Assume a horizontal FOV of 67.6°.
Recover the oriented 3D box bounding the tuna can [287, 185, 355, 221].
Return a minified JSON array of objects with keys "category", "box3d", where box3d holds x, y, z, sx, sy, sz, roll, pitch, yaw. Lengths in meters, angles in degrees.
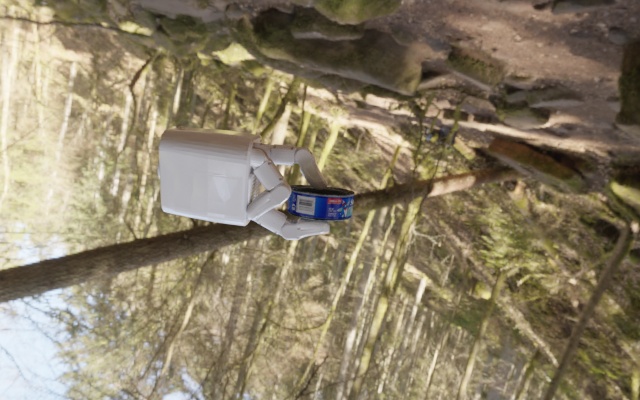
[{"category":"tuna can","box3d":[0.000,0.003,0.617,0.086,0.034,0.086,5,8,-1]}]
